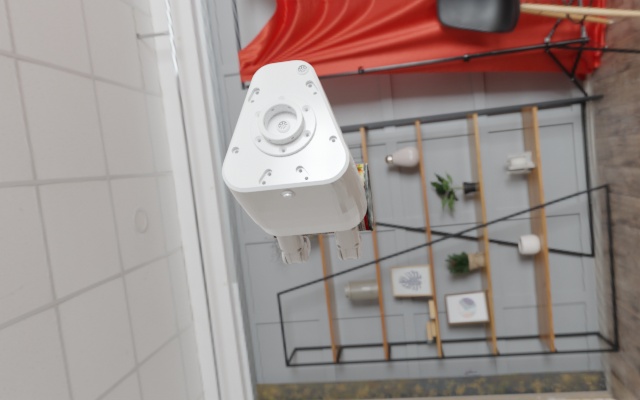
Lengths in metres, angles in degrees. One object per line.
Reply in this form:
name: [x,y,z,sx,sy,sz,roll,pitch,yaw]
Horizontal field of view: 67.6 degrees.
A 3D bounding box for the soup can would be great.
soup can: [0.000,0.002,0.483,0.102,0.068,0.068,-6,-1,8]
